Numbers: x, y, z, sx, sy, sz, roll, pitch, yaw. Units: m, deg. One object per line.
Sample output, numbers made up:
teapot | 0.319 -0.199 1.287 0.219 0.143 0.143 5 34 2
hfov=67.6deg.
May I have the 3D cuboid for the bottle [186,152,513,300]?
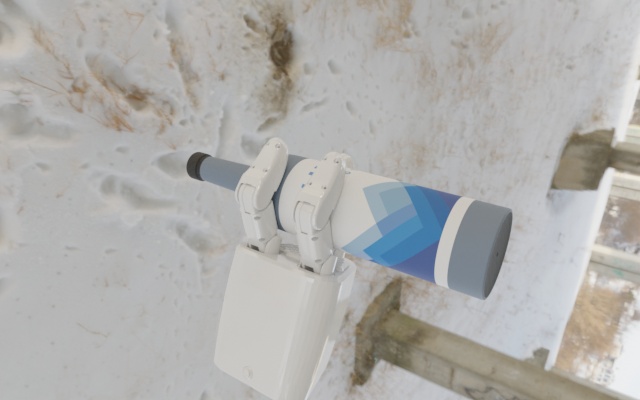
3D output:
bottle | 0.000 0.001 0.402 0.295 0.069 0.069 16 8 29
